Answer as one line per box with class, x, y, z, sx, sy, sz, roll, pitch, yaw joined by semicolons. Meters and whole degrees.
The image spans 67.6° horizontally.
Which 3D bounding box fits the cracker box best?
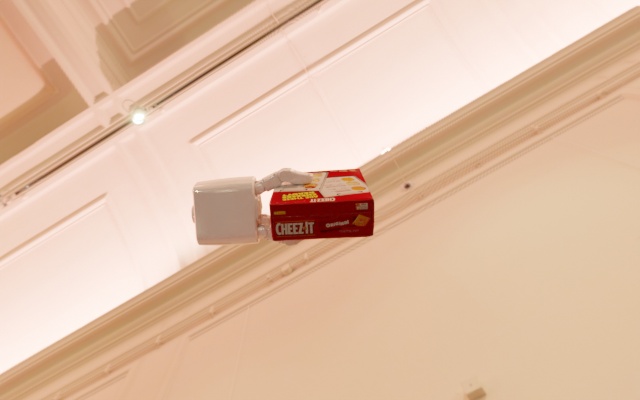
cracker box;0.000;0.003;0.841;0.164;0.072;0.213;-3;17;0
